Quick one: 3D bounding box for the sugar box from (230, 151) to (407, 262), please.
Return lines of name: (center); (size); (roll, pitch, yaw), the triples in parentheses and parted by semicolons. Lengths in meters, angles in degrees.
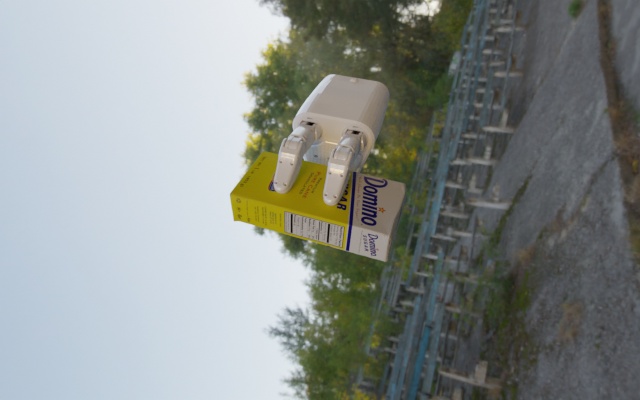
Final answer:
sugar box: (0.000, 0.001, 0.527); (0.176, 0.048, 0.093); (12, 41, 14)
